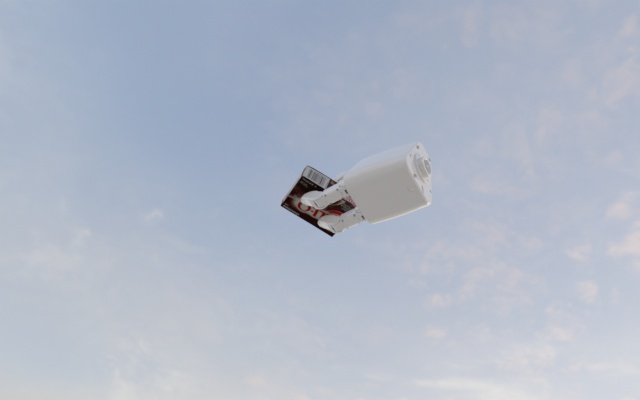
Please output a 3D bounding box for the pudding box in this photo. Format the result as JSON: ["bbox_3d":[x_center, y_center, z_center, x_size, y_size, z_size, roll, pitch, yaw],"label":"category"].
[{"bbox_3d":[0.000,0.003,0.830,0.113,0.039,0.090,33,-48,-6],"label":"pudding box"}]
